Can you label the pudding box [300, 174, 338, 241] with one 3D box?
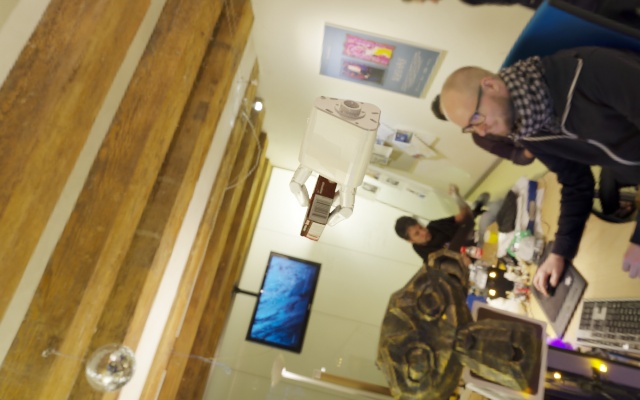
[{"bbox_3d":[0.000,0.003,0.824,0.039,0.113,0.090,19,-25,-1],"label":"pudding box"}]
